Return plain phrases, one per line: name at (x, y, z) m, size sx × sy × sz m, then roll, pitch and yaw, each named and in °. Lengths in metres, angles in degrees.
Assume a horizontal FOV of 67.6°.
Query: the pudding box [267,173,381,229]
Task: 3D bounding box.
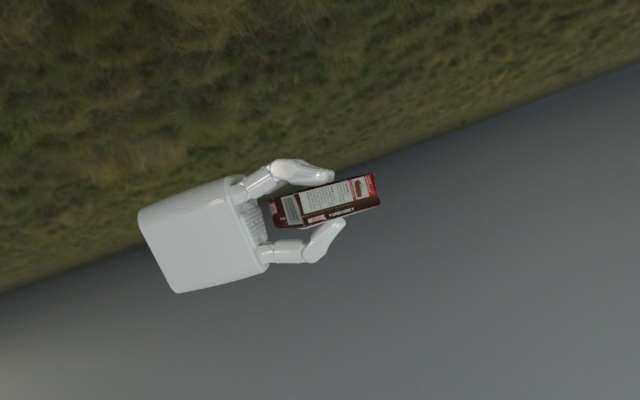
pudding box at (0.000, 0.002, 0.521) m, size 0.090 × 0.039 × 0.113 m, roll -16°, pitch 4°, yaw -20°
